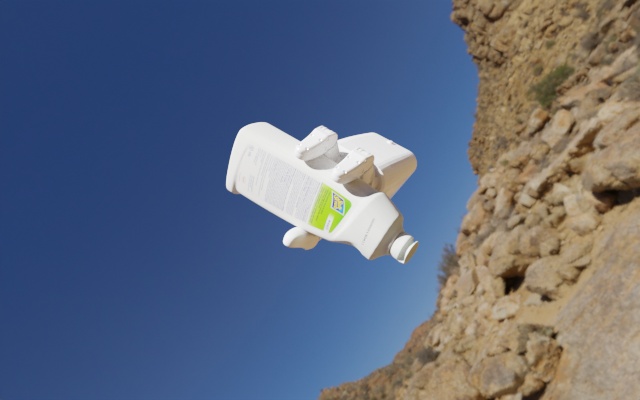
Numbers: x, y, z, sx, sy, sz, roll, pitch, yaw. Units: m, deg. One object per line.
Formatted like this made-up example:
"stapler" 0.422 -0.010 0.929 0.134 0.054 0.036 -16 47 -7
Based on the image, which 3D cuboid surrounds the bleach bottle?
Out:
"bleach bottle" 0.000 0.002 0.571 0.250 0.103 0.068 33 33 24
